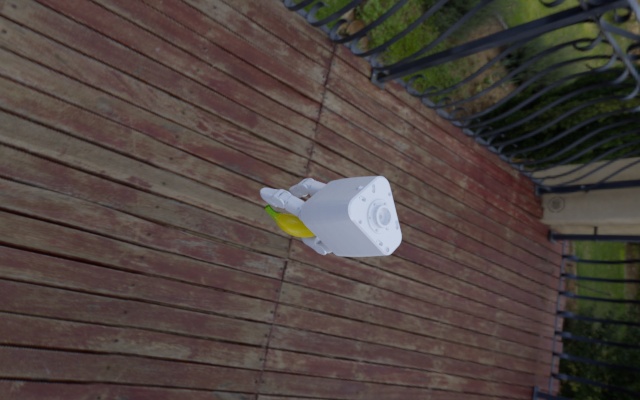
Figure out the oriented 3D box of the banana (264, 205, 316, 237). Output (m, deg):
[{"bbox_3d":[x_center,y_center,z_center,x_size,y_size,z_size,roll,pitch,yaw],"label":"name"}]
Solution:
[{"bbox_3d":[0.001,0.022,0.811,0.198,0.069,0.037,-13,2,-37],"label":"banana"}]
